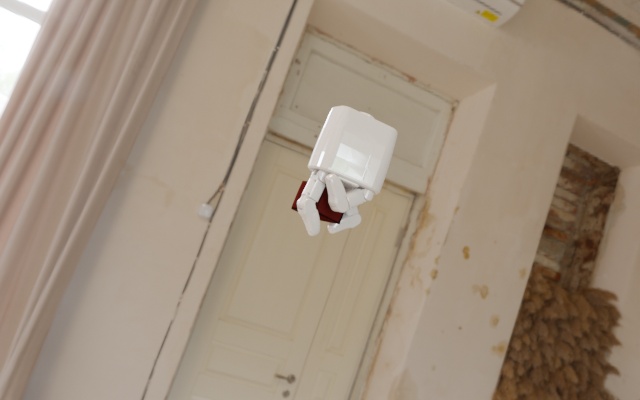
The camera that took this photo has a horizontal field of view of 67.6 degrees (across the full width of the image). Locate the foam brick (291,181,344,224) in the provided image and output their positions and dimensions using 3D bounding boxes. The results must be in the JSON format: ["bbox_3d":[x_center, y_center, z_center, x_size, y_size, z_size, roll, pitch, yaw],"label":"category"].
[{"bbox_3d":[0.000,0.003,0.771,0.053,0.051,0.078,25,-9,-32],"label":"foam brick"}]
